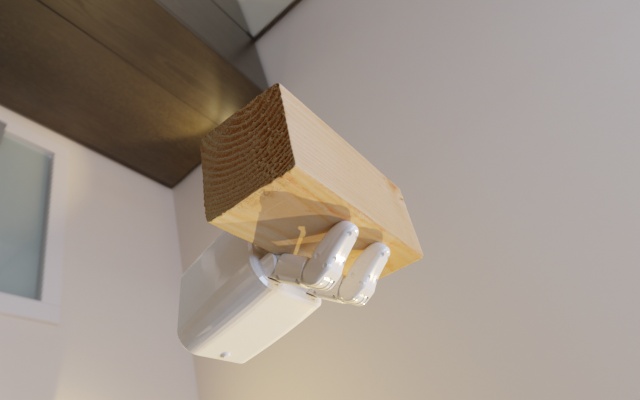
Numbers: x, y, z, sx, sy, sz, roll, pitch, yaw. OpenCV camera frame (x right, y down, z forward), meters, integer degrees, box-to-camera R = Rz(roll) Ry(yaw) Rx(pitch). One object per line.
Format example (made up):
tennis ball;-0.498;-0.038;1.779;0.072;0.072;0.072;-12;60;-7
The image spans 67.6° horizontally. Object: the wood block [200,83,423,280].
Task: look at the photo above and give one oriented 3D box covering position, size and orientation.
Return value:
wood block;0.000;0.001;0.437;0.090;0.090;0.206;-31;-38;22
